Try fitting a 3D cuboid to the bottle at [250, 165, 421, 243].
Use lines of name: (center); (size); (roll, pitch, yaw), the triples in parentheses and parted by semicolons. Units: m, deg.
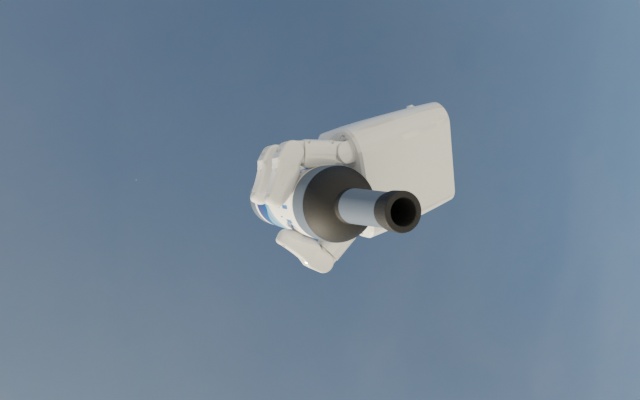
bottle: (0.000, 0.001, 0.440); (0.069, 0.069, 0.295); (0, 2, -21)
